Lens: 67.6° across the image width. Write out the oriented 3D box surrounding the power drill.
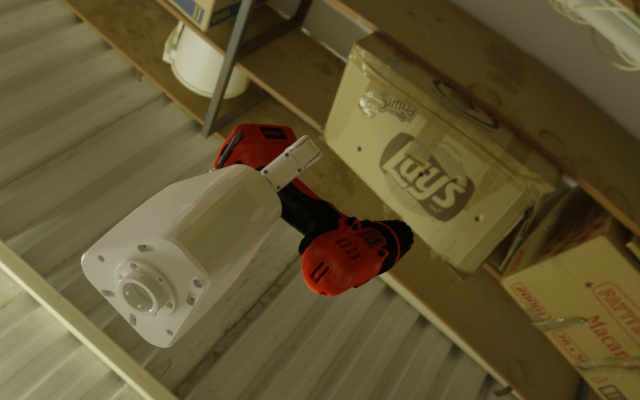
[{"bbox_3d":[0.000,0.001,0.473,0.187,0.057,0.184,43,23,18],"label":"power drill"}]
